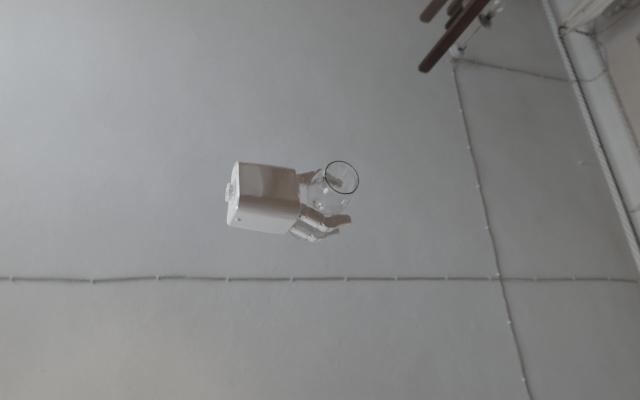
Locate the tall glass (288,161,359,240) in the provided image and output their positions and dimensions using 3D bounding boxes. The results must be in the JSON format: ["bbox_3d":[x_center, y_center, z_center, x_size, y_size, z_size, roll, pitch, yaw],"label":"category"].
[{"bbox_3d":[0.000,0.003,0.863,0.079,0.079,0.201,0,-24,-23],"label":"tall glass"}]
